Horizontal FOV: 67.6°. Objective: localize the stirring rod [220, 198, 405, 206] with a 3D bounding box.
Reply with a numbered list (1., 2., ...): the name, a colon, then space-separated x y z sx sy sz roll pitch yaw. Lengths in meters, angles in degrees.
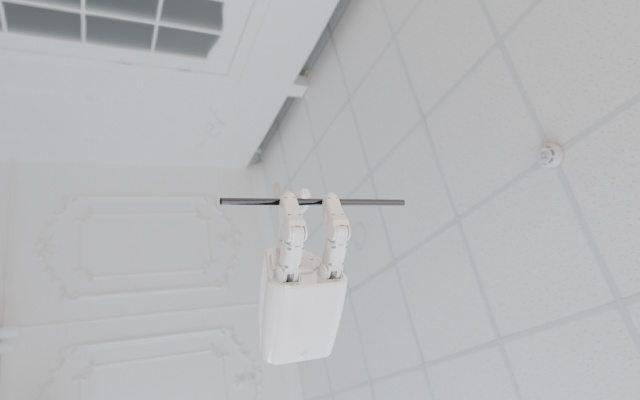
1. stirring rod: 0.000 0.002 0.568 0.239 0.011 0.011 0 0 -27
